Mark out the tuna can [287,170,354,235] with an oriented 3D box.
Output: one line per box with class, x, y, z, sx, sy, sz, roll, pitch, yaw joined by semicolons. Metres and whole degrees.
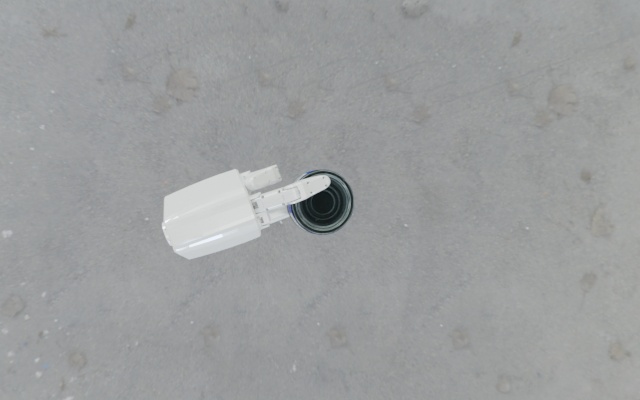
tuna can;0.000;0.002;0.624;0.086;0.086;0.034;0;1;-13
